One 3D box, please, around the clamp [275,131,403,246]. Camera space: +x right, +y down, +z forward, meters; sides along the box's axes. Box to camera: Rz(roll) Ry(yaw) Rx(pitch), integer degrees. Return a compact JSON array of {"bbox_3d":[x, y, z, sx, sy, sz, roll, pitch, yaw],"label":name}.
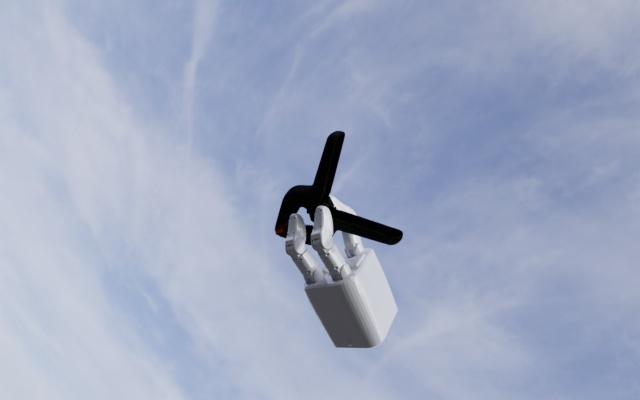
[{"bbox_3d":[0.000,0.002,0.671,0.210,0.164,0.036,-17,11,44],"label":"clamp"}]
